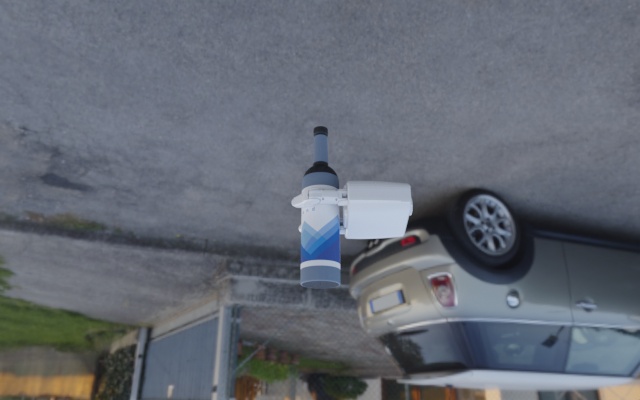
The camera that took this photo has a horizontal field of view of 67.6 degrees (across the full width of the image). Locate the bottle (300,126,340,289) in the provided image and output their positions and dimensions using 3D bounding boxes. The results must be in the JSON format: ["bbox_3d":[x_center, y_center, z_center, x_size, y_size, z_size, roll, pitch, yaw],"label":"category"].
[{"bbox_3d":[0.000,0.003,0.844,0.069,0.295,0.069,0,-22,0],"label":"bottle"}]
